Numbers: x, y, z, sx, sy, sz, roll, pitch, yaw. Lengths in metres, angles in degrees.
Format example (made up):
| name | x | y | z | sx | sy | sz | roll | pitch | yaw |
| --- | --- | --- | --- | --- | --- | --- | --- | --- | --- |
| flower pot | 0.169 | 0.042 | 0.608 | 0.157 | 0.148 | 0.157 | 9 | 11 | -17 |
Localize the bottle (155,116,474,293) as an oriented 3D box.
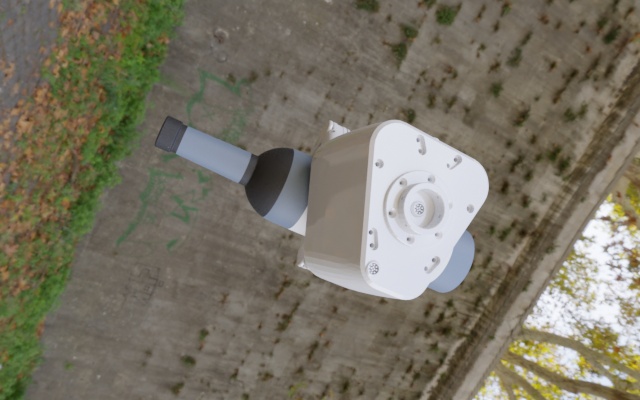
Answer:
| name | x | y | z | sx | sy | sz | roll | pitch | yaw |
| --- | --- | --- | --- | --- | --- | --- | --- | --- | --- |
| bottle | 0.000 | 0.002 | 0.427 | 0.296 | 0.069 | 0.069 | 24 | -7 | -17 |
